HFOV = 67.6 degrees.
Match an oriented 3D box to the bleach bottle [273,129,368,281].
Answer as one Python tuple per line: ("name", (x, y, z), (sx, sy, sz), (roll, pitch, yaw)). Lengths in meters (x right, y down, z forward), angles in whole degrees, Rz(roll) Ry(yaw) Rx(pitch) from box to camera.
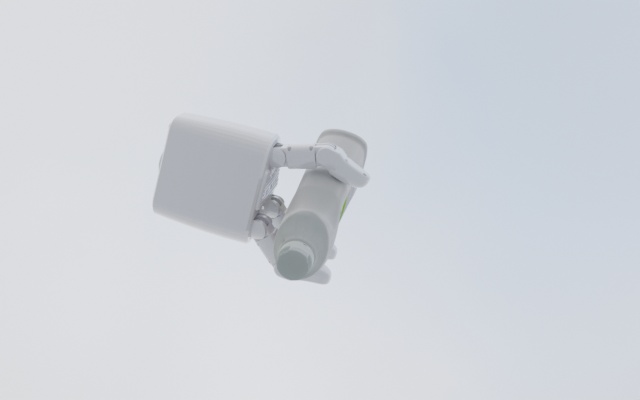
("bleach bottle", (0.000, 0.002, 0.509), (0.068, 0.103, 0.250), (17, 23, 4))
